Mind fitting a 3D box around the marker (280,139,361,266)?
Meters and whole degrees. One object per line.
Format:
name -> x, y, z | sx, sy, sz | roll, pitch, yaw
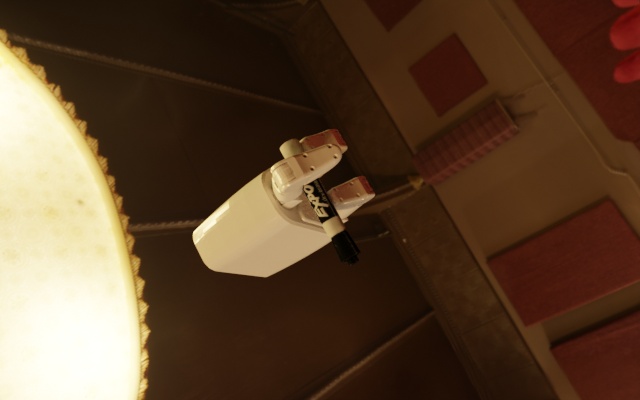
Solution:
marker -> 0.000, 0.001, 0.414 | 0.020, 0.121, 0.020 | -27, -12, -7
